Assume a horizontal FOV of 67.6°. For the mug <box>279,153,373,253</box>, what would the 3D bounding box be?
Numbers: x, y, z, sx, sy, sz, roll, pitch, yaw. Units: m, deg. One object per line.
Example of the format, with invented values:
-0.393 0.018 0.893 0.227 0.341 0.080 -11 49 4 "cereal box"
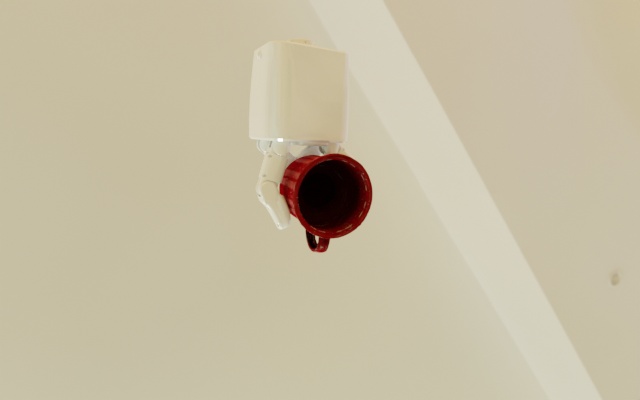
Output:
0.000 0.003 0.553 0.093 0.117 0.081 0 9 -21 "mug"
